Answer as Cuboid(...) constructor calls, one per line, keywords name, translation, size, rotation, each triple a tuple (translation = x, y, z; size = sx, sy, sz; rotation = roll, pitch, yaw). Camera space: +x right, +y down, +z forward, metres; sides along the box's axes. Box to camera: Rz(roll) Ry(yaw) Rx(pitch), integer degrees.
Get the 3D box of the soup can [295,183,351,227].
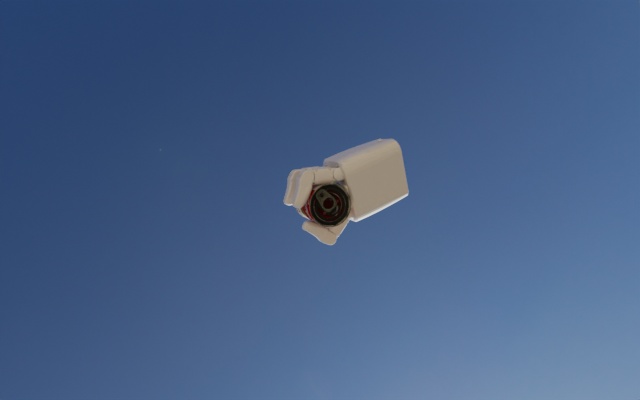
Cuboid(name="soup can", translation=(0.000, 0.003, 0.777), size=(0.068, 0.068, 0.102), rotation=(0, 6, -18))
